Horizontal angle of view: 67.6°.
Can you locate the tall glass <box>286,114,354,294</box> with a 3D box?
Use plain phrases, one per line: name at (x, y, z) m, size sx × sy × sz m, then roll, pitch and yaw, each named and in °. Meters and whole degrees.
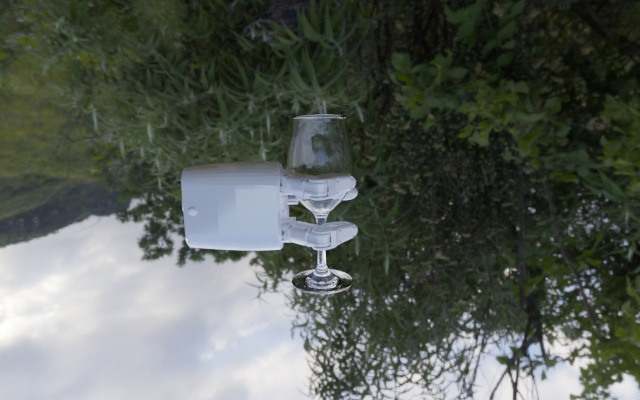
tall glass at (0.000, 0.002, 0.560) m, size 0.079 × 0.201 × 0.079 m, roll -1°, pitch 13°, yaw 0°
